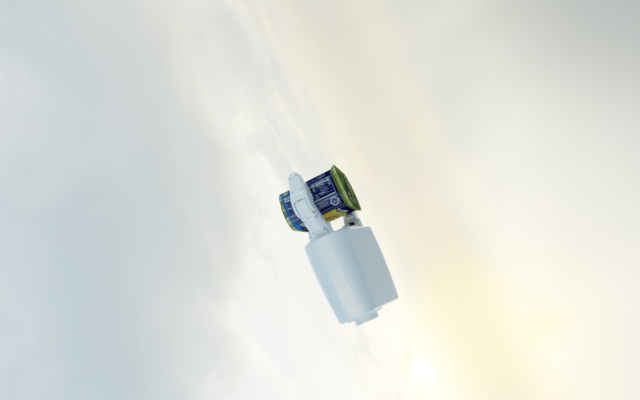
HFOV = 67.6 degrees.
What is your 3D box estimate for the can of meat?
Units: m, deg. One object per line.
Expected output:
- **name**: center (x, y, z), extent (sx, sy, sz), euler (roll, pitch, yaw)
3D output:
- **can of meat**: center (0.000, 0.002, 0.630), extent (0.084, 0.057, 0.102), euler (-26, -12, 10)
